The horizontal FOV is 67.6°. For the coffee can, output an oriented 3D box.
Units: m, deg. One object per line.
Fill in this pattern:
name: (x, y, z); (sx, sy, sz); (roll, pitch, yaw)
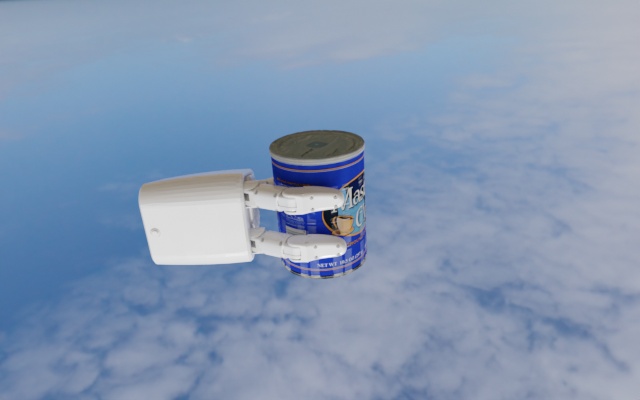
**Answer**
coffee can: (0.000, 0.002, 0.540); (0.103, 0.140, 0.102); (-3, 24, 1)
